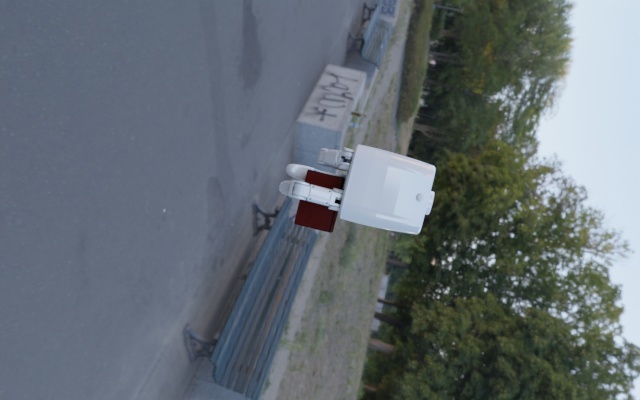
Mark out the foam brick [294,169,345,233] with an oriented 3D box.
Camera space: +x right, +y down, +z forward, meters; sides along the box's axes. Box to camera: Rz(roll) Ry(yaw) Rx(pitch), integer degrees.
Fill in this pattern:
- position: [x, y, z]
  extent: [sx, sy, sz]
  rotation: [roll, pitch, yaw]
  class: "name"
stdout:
- position: [0.000, 0.002, 0.655]
  extent: [0.051, 0.078, 0.053]
  rotation: [14, -1, 5]
  class: "foam brick"
